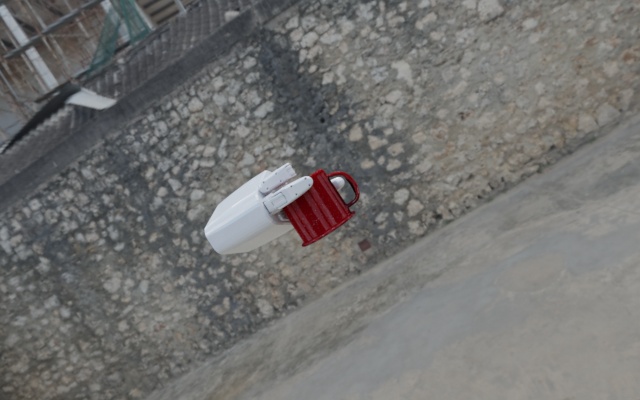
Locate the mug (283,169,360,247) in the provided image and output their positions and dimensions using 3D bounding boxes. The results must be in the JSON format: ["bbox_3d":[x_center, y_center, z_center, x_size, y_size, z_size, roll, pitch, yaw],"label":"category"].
[{"bbox_3d":[0.001,0.001,0.689,0.117,0.081,0.093,-32,3,17],"label":"mug"}]
